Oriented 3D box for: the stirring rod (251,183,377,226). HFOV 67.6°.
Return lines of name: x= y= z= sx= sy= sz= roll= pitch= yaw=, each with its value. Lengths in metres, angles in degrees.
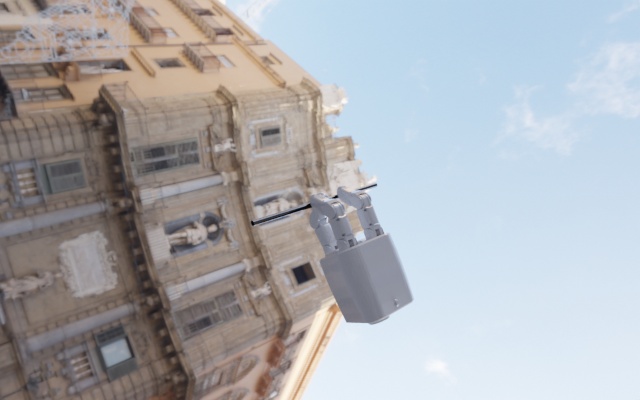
stirring rod: x=0.000 y=0.002 z=0.707 sx=0.239 sy=0.011 sz=0.011 roll=-17 pitch=11 yaw=-38
